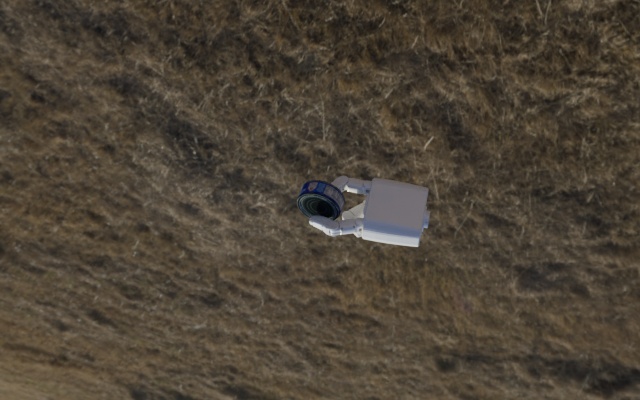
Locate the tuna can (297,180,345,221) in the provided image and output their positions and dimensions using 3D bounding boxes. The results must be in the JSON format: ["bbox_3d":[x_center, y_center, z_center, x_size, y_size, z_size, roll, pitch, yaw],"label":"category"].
[{"bbox_3d":[0.000,0.003,0.887,0.086,0.033,0.086,14,-36,11],"label":"tuna can"}]
